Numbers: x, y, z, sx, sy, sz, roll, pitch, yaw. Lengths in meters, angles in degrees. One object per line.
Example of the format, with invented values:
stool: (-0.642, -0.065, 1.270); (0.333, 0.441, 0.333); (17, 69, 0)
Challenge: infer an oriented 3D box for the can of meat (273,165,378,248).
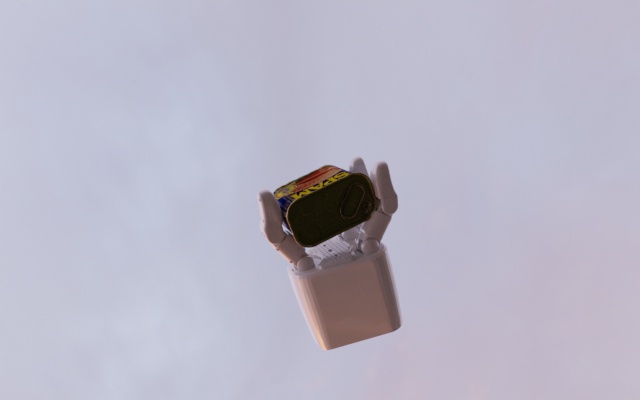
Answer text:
can of meat: (0.000, 0.002, 0.546); (0.102, 0.057, 0.084); (-26, 20, -14)
